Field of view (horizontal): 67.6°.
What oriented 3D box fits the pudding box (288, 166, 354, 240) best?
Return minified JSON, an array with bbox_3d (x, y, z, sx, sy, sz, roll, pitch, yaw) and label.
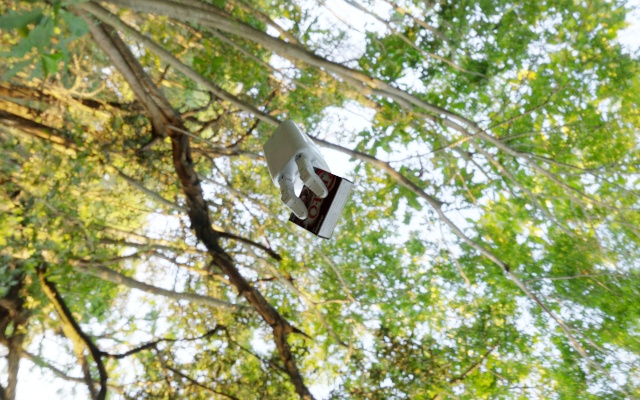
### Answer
[{"bbox_3d":[0.000,0.003,0.853,0.039,0.113,0.090,20,3,-41],"label":"pudding box"}]
